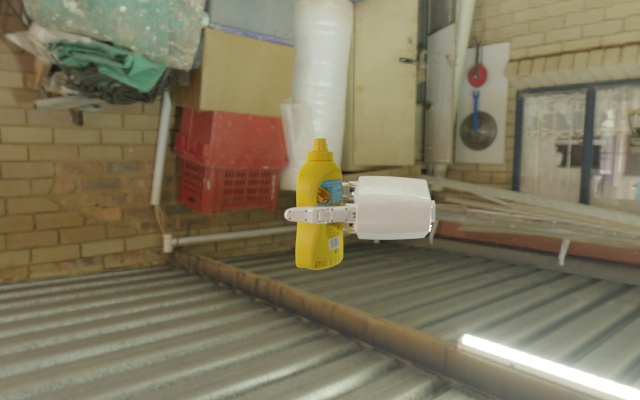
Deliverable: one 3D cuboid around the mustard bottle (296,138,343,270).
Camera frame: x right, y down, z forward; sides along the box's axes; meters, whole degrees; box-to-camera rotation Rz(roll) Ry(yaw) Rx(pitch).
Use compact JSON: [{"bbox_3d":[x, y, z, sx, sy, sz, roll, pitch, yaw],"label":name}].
[{"bbox_3d":[0.000,0.003,0.723,0.058,0.191,0.096,4,8,32],"label":"mustard bottle"}]
